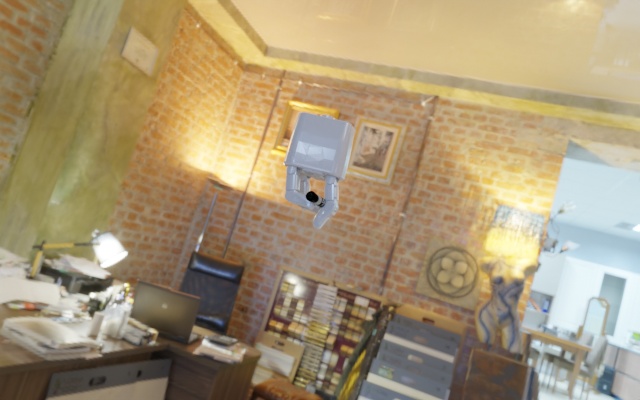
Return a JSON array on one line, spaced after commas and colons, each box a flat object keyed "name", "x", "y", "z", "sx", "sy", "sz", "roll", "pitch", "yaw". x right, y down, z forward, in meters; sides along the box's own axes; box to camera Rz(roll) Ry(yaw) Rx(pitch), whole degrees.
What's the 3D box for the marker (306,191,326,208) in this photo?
[{"name": "marker", "x": 0.000, "y": 0.003, "z": 0.879, "sx": 0.020, "sy": 0.020, "sz": 0.121, "roll": 0, "pitch": -11, "yaw": 19}]
